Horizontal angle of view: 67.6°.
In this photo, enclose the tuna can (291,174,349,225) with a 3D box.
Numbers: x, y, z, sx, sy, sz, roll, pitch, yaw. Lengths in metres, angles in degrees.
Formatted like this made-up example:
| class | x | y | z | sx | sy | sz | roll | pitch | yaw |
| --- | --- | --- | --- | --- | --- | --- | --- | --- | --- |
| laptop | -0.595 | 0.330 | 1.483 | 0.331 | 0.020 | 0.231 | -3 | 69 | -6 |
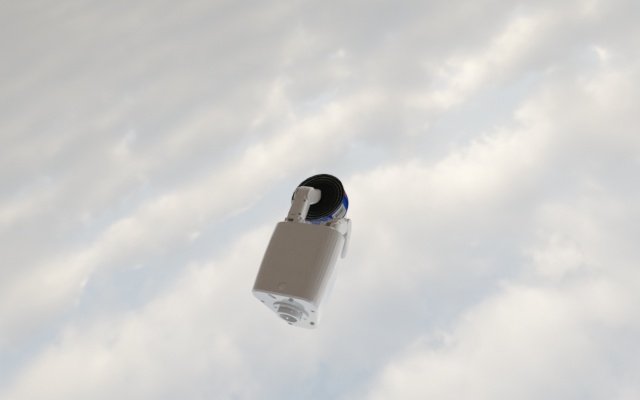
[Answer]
| class | x | y | z | sx | sy | sz | roll | pitch | yaw |
| --- | --- | --- | --- | --- | --- | --- | --- | --- | --- |
| tuna can | 0.000 | 0.003 | 0.738 | 0.086 | 0.086 | 0.034 | 0 | -34 | 22 |
